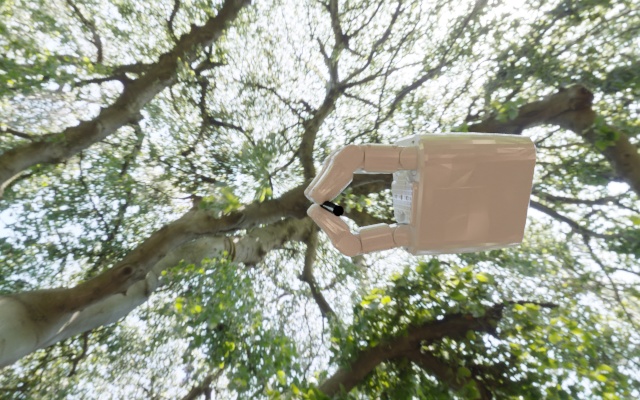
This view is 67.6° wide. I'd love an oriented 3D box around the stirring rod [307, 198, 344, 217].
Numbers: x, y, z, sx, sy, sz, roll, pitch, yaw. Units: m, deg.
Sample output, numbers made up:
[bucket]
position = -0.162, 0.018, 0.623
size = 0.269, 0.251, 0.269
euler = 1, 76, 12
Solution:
[stirring rod]
position = 0.000, 0.002, 0.457
size = 0.011, 0.011, 0.239
euler = 0, 3, -6
